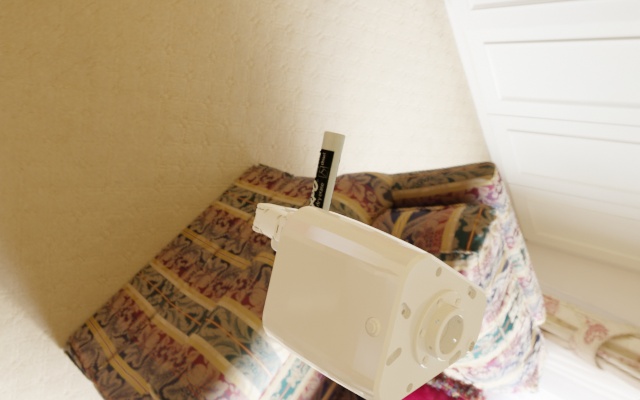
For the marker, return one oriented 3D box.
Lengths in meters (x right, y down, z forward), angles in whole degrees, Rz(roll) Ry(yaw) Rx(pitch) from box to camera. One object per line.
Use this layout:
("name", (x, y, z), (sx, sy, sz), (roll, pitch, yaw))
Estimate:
("marker", (0.000, 0.001, 0.412), (0.020, 0.121, 0.020), (12, 5, -1))
